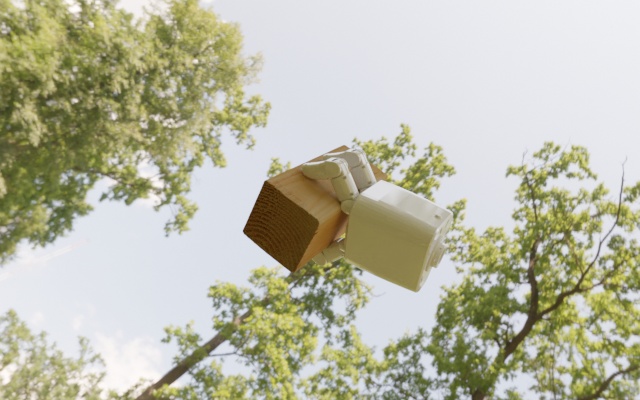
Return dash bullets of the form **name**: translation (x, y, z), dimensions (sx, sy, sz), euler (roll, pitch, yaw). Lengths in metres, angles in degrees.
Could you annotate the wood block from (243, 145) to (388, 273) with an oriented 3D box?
- **wood block**: translation (0.000, 0.003, 0.663), dimensions (0.090, 0.091, 0.206), euler (37, 32, 15)
